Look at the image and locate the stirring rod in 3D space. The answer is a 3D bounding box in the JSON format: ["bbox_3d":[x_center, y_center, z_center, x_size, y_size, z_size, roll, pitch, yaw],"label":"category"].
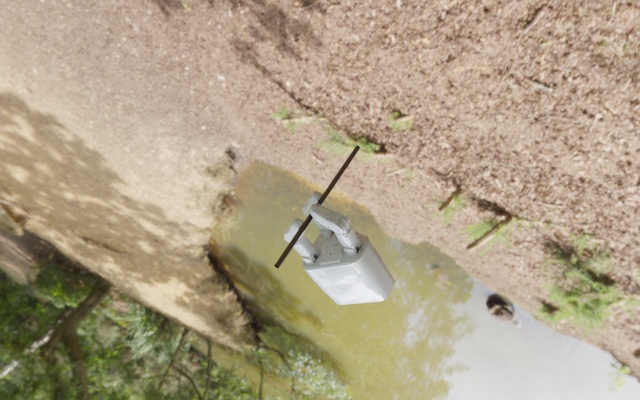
[{"bbox_3d":[0.000,0.002,0.704,0.011,0.239,0.011,26,-29,16],"label":"stirring rod"}]
